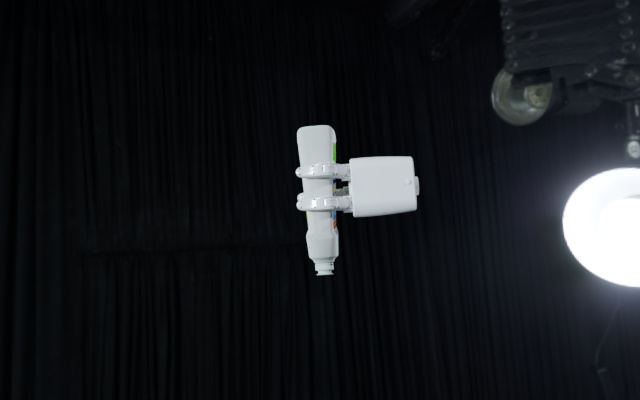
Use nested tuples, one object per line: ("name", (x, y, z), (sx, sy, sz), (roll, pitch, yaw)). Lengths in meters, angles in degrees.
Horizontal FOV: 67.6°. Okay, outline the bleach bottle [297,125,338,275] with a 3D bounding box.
("bleach bottle", (0.000, 0.003, 0.834), (0.068, 0.251, 0.102), (-4, -7, 4))
